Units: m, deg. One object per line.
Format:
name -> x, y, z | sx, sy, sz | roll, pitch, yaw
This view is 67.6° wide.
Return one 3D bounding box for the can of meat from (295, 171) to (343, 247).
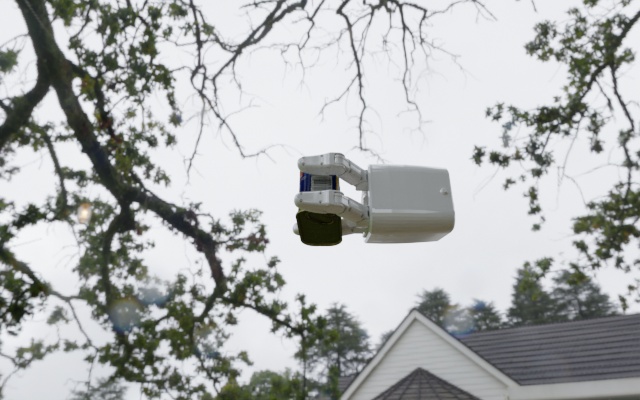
can of meat -> 0.000, 0.002, 0.638 | 0.057, 0.084, 0.102 | -1, -31, 4
